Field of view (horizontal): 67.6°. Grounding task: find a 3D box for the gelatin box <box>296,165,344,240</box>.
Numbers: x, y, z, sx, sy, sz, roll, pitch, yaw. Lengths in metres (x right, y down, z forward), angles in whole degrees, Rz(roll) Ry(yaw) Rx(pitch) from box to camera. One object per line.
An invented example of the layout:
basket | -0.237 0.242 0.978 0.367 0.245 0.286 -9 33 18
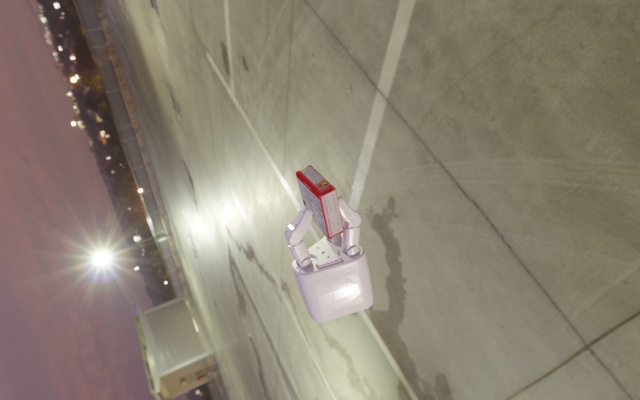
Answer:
gelatin box | 0.000 0.002 0.707 0.030 0.089 0.073 -28 42 -16
